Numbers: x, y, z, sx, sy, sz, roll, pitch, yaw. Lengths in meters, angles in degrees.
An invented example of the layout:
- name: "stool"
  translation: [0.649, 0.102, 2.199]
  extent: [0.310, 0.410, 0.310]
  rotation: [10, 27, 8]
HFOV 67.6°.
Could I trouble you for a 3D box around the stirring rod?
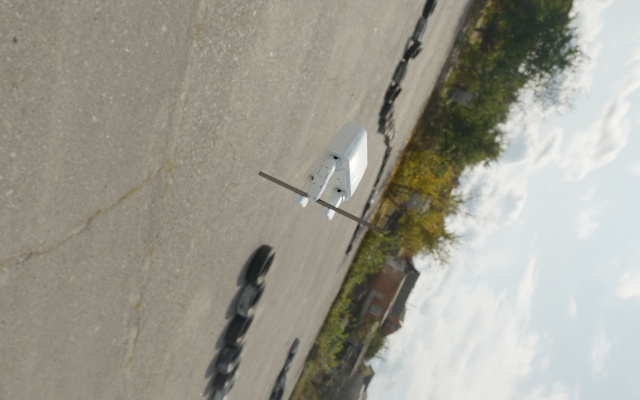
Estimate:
- name: "stirring rod"
  translation: [0.000, 0.003, 0.820]
  extent: [0.239, 0.011, 0.011]
  rotation: [25, 4, 8]
